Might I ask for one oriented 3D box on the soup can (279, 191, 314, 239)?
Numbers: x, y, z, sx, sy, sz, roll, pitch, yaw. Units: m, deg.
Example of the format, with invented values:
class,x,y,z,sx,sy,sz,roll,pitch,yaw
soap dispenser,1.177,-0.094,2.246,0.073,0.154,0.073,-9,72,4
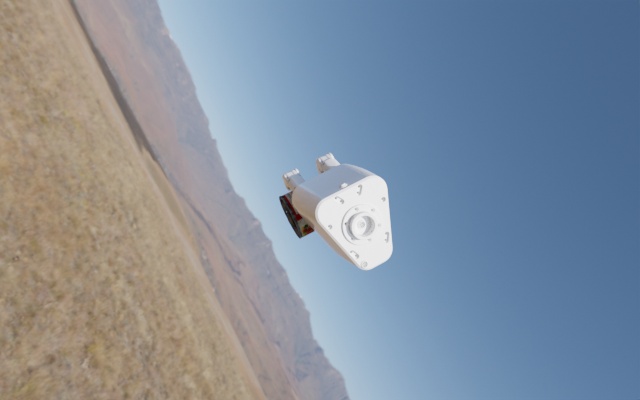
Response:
class,x,y,z,sx,sy,sz,roll,pitch,yaw
soup can,0.000,0.002,0.691,0.102,0.068,0.068,-27,5,-10
